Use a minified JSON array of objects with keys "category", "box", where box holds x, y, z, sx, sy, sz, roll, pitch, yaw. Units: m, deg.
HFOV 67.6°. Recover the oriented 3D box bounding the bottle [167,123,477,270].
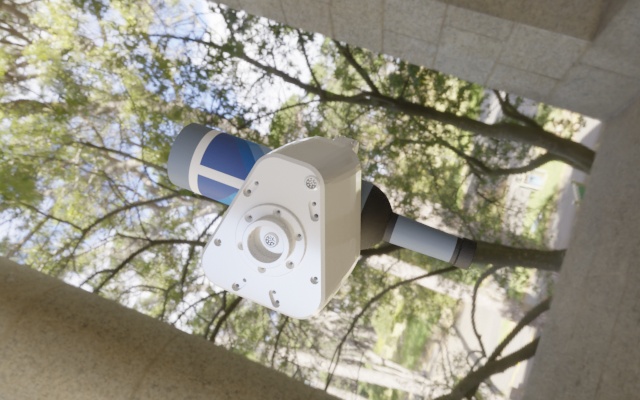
[{"category":"bottle","box":[0.000,0.001,0.457,0.295,0.069,0.069,20,4,11]}]
